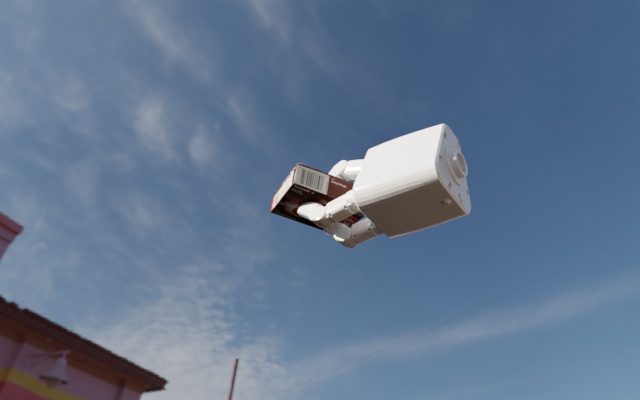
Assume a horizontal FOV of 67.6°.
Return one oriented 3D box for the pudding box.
[{"bbox_3d":[0.000,0.002,0.648,0.113,0.039,0.090,22,-34,-15],"label":"pudding box"}]
